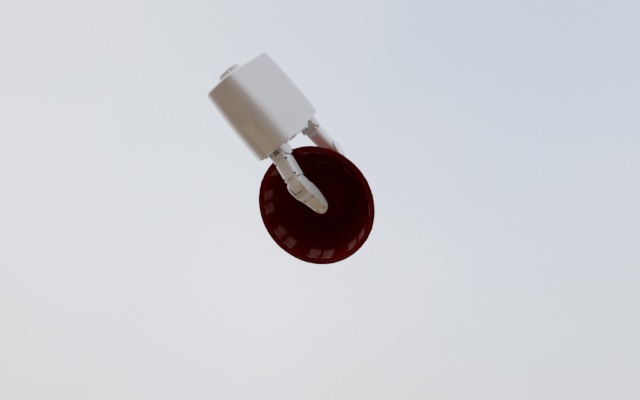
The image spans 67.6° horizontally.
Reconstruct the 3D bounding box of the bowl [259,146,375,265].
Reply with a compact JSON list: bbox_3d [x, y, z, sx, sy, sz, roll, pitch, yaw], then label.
[{"bbox_3d":[0.001,0.003,0.647,0.162,0.162,0.055,0,15,20],"label":"bowl"}]
